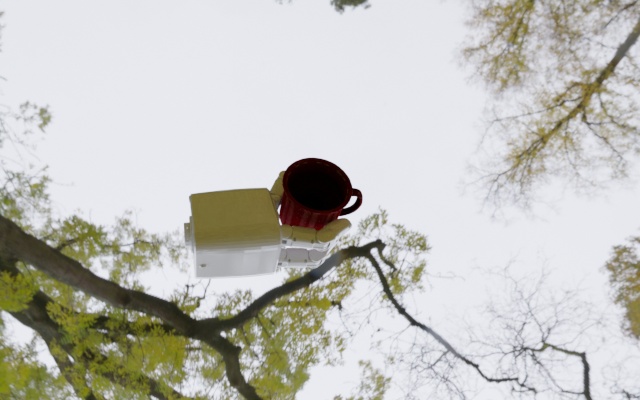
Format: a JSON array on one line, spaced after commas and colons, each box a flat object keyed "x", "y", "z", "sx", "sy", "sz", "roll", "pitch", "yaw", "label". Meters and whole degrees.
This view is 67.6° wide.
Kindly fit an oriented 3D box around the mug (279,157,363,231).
[{"x": 0.001, "y": 0.002, "z": 0.653, "sx": 0.117, "sy": 0.093, "sz": 0.082, "roll": -2, "pitch": -35, "yaw": -16, "label": "mug"}]
